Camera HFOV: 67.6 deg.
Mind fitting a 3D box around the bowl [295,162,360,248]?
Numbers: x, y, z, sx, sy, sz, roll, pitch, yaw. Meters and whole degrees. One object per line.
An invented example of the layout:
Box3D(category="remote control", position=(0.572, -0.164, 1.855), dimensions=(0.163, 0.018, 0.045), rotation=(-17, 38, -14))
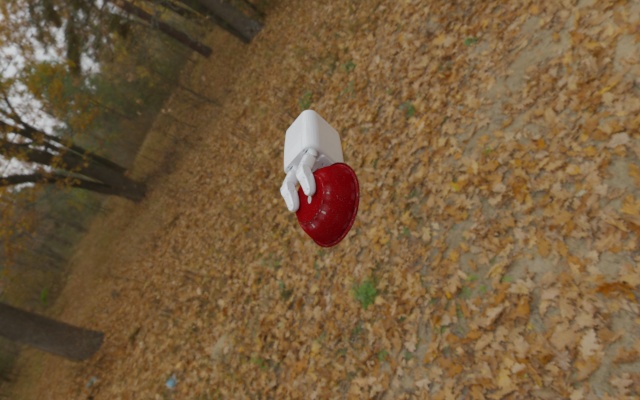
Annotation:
Box3D(category="bowl", position=(0.000, 0.004, 0.870), dimensions=(0.055, 0.162, 0.162), rotation=(13, -8, -34))
